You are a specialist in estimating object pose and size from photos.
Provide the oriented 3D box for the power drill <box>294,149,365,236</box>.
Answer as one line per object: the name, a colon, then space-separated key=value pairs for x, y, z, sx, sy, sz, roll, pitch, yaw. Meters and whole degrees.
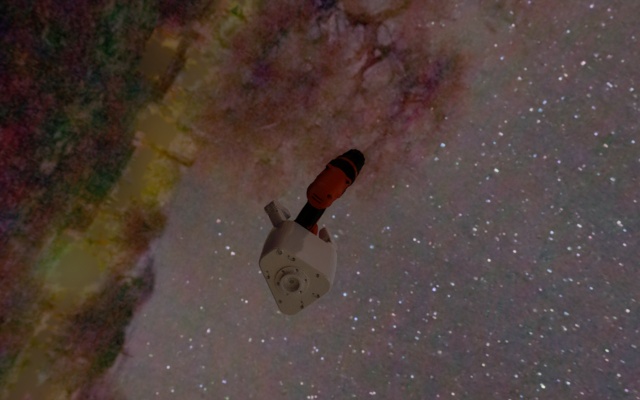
power drill: x=0.000 y=0.003 z=0.841 sx=0.057 sy=0.188 sz=0.184 roll=37 pitch=36 yaw=7
